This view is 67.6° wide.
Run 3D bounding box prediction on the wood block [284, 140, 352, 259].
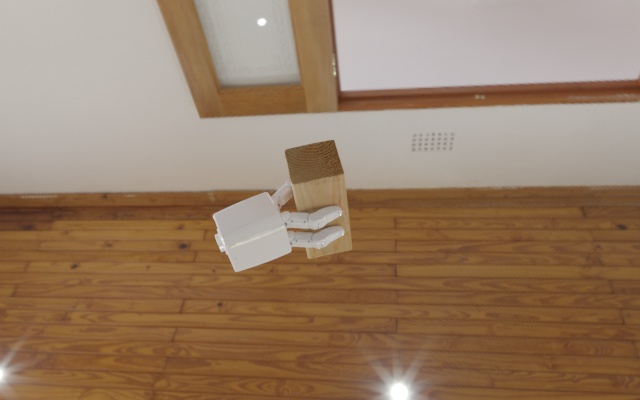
[{"bbox_3d":[0.000,0.003,0.866,0.090,0.090,0.206,-12,-42,-3],"label":"wood block"}]
